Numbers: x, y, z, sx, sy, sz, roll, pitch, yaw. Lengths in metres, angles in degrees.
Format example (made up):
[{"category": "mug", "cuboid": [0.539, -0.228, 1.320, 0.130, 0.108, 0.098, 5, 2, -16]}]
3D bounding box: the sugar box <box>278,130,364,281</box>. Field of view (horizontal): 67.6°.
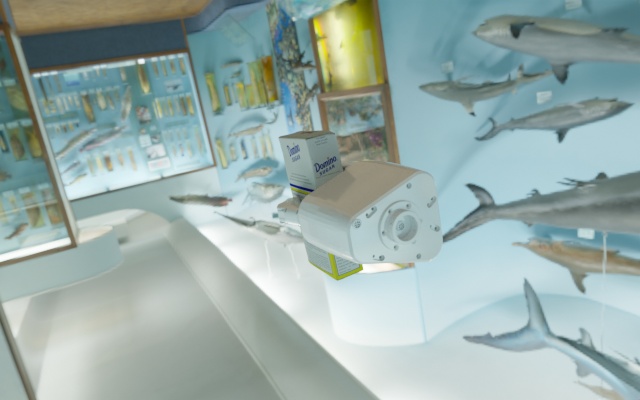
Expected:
[{"category": "sugar box", "cuboid": [0.001, 0.002, 0.597, 0.048, 0.176, 0.093, -16, 15, -23]}]
